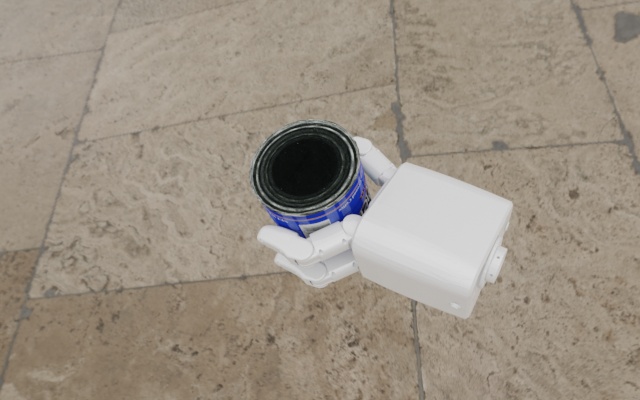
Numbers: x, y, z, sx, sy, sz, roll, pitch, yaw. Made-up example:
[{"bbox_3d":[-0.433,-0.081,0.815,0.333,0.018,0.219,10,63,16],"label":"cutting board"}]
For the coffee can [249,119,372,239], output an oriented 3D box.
[{"bbox_3d":[0.000,0.002,0.484,0.103,0.102,0.140,0,-29,15],"label":"coffee can"}]
